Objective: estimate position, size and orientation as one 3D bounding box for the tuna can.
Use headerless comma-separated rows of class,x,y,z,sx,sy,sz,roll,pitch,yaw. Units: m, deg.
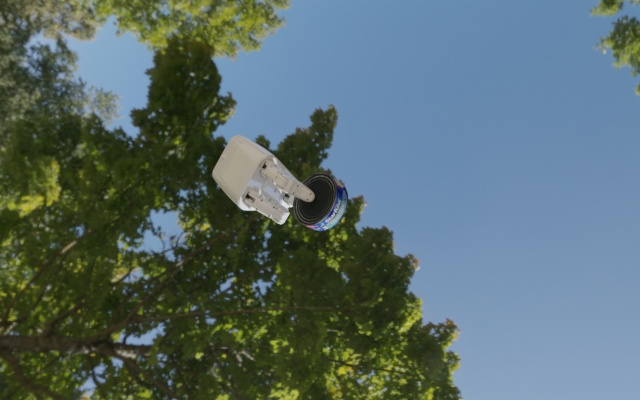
tuna can,0.001,0.003,0.729,0.086,0.086,0.034,0,-19,43
